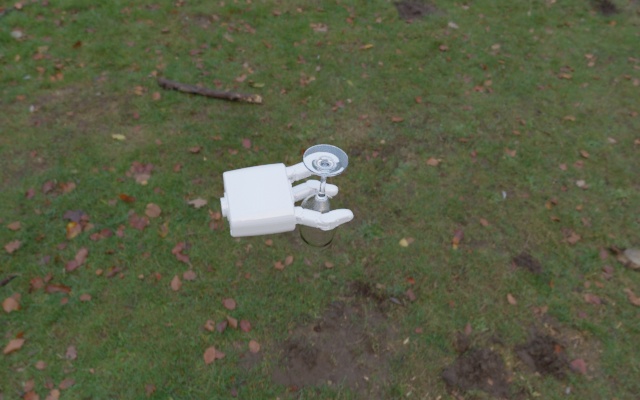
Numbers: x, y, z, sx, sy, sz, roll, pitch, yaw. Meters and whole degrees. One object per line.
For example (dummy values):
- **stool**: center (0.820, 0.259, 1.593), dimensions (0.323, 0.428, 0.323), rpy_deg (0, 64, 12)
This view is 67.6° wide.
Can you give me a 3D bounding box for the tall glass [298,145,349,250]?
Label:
- **tall glass**: center (0.000, 0.002, 0.836), dimensions (0.079, 0.079, 0.201), rpy_deg (0, -43, -6)
